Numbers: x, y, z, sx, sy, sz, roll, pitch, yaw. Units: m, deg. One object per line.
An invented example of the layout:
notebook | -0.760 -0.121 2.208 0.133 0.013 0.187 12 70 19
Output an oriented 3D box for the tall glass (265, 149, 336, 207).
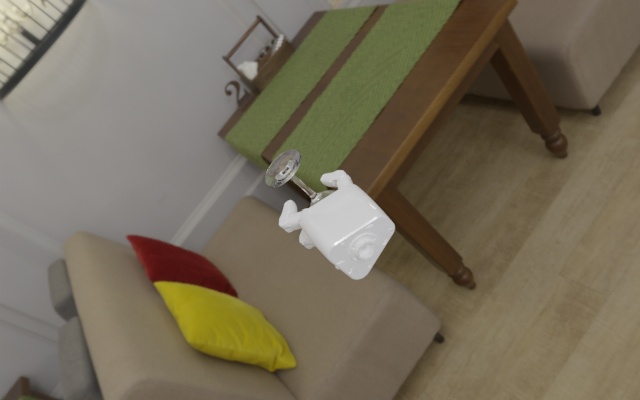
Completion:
tall glass | 0.000 0.002 0.813 0.079 0.079 0.201 0 -33 46
